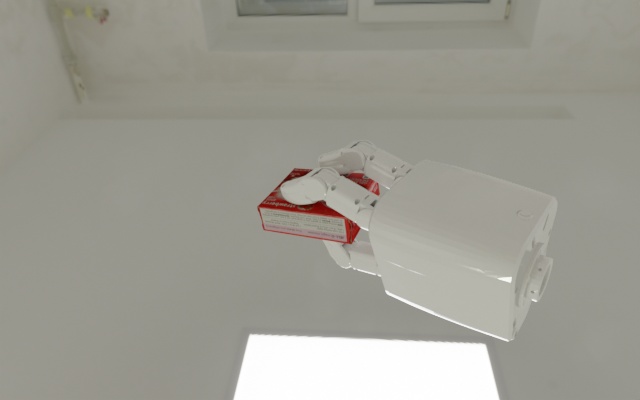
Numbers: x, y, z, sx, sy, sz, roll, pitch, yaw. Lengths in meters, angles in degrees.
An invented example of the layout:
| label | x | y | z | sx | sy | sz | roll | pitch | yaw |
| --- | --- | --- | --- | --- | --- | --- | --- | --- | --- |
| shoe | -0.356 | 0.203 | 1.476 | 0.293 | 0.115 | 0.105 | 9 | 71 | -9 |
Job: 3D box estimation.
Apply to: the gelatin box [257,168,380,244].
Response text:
| label | x | y | z | sx | sy | sz | roll | pitch | yaw |
| --- | --- | --- | --- | --- | --- | --- | --- | --- | --- |
| gelatin box | 0.000 | 0.002 | 0.432 | 0.089 | 0.030 | 0.073 | 6 | 34 | 25 |
